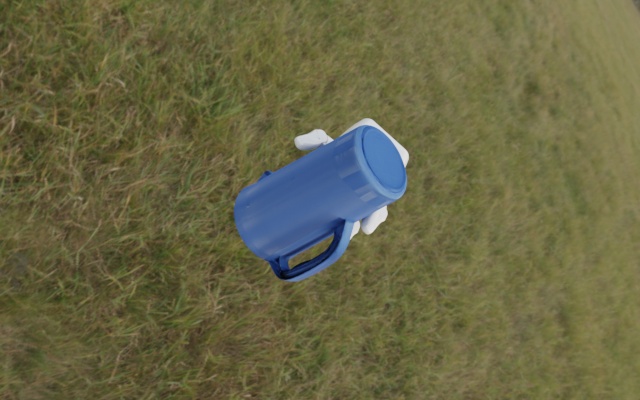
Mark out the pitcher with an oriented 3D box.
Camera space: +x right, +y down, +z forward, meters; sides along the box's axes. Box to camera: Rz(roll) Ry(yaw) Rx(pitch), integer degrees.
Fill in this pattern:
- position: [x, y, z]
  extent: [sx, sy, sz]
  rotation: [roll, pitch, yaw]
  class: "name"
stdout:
- position: [0.000, 0.002, 0.683]
  extent: [0.243, 0.149, 0.145]
  rotation: [-28, 15, 37]
  class: "pitcher"
